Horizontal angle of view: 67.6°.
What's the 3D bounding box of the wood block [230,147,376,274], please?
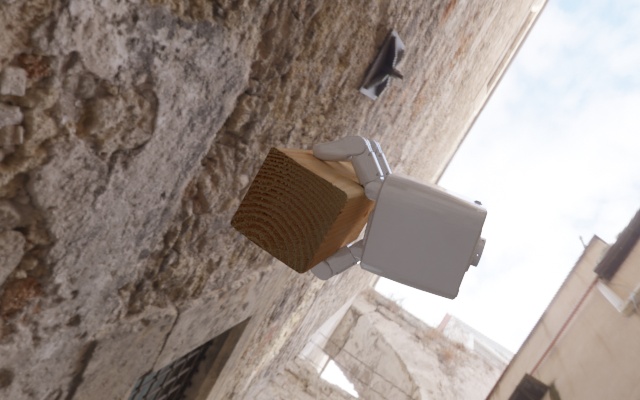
[{"bbox_3d":[0.000,0.002,0.537,0.090,0.091,0.206,33,13,13],"label":"wood block"}]
